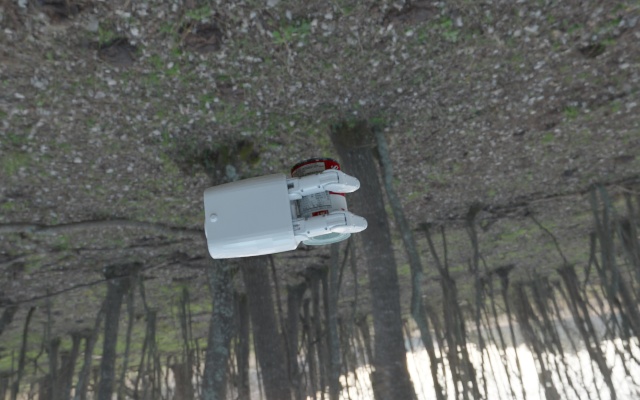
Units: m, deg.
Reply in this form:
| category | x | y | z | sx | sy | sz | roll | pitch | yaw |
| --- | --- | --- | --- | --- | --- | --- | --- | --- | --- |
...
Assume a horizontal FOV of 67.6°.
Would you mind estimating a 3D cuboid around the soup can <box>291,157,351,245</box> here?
| category | x | y | z | sx | sy | sz | roll | pitch | yaw |
| --- | --- | --- | --- | --- | --- | --- | --- | --- | --- |
| soup can | 0.001 | 0.002 | 0.639 | 0.068 | 0.102 | 0.068 | -8 | -18 | -3 |
